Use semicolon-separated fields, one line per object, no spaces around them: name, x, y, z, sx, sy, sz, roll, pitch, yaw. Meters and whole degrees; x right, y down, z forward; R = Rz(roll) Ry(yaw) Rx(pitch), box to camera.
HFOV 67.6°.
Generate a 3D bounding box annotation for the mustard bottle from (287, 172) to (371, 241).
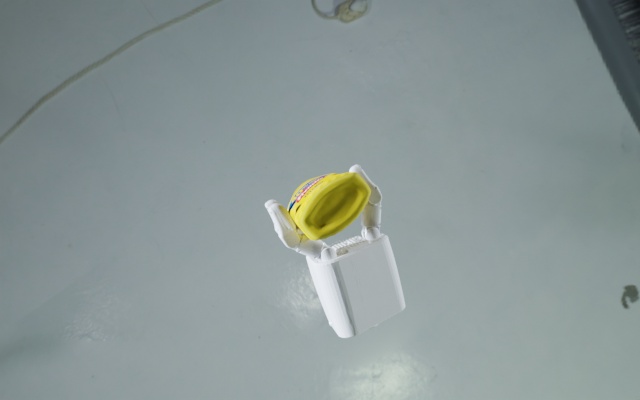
mustard bottle;0.000;0.002;0.654;0.096;0.058;0.191;-43;10;-6
